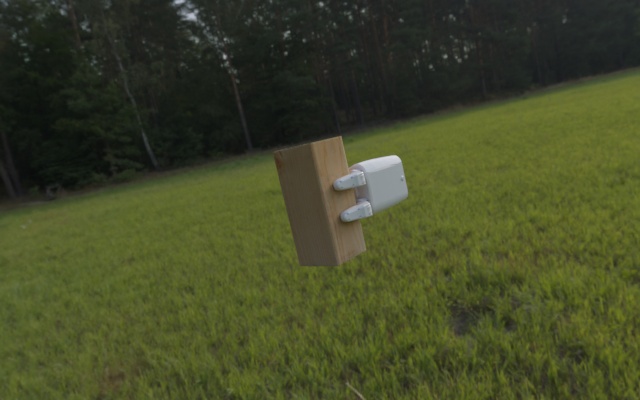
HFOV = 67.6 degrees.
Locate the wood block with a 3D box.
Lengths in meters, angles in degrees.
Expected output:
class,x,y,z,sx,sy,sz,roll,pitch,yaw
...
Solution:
class,x,y,z,sx,sy,sz,roll,pitch,yaw
wood block,0.000,0.003,0.829,0.091,0.206,0.090,-7,9,40
